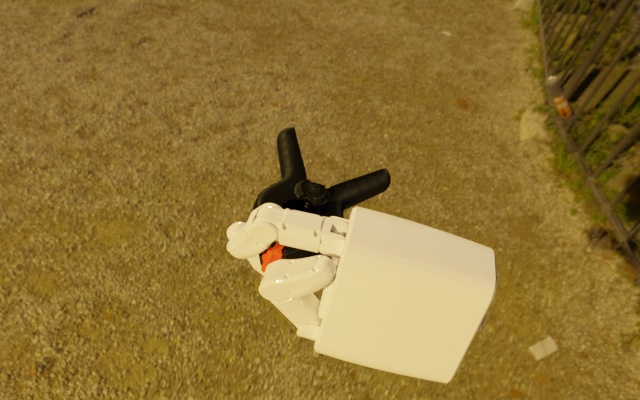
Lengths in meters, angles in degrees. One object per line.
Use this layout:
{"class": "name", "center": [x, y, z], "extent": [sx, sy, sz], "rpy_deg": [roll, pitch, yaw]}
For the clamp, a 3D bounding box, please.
{"class": "clamp", "center": [0.000, 0.001, 0.427], "extent": [0.120, 0.039, 0.171], "rpy_deg": [14, 45, 2]}
